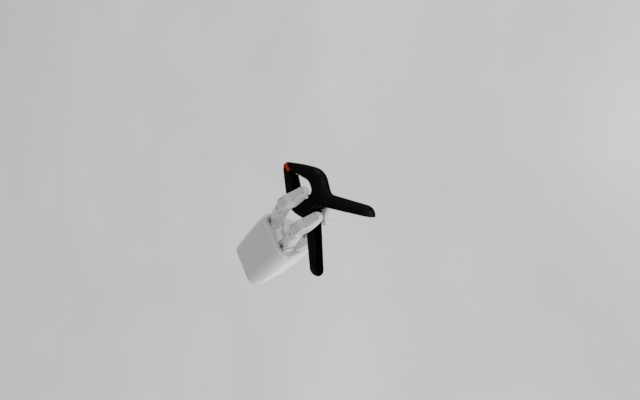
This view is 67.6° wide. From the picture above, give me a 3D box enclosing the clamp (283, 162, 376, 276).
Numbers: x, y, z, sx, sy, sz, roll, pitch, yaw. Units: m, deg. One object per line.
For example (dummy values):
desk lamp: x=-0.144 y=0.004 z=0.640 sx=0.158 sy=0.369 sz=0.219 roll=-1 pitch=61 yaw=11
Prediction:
clamp: x=0.000 y=0.002 z=0.833 sx=0.036 sy=0.210 sz=0.165 roll=6 pitch=-41 yaw=-49
